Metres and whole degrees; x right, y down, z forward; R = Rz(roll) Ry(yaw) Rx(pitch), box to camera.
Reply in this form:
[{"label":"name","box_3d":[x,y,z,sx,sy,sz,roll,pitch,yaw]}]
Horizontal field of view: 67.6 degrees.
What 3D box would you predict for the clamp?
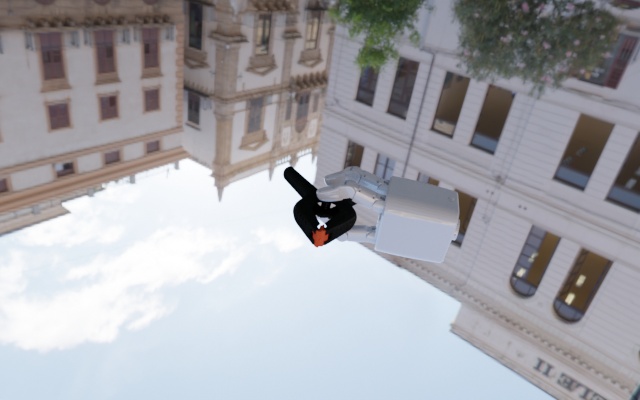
[{"label":"clamp","box_3d":[0.000,0.003,0.738,0.164,0.036,0.210,11,28,8]}]
